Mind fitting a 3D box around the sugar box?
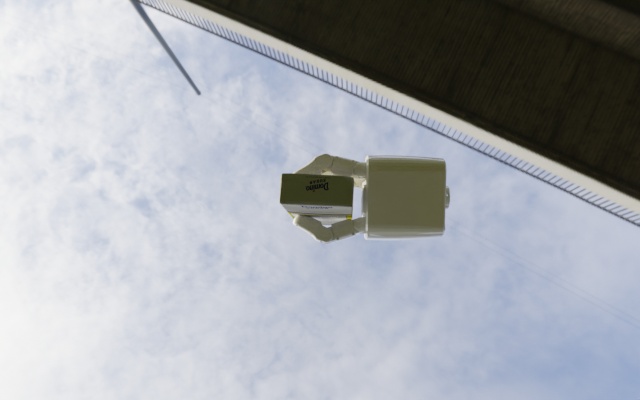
[{"bbox_3d":[0.000,0.002,0.669,0.093,0.048,0.176,3,-13,3],"label":"sugar box"}]
